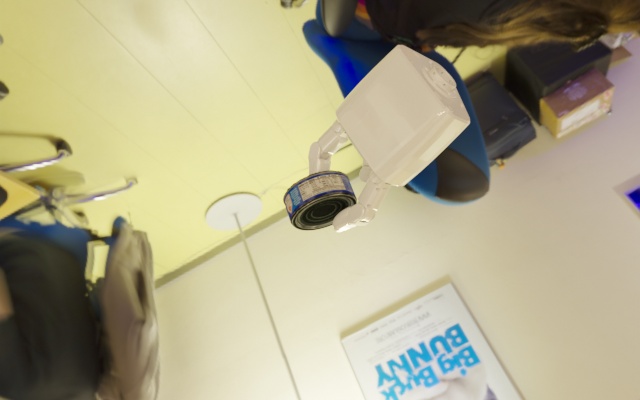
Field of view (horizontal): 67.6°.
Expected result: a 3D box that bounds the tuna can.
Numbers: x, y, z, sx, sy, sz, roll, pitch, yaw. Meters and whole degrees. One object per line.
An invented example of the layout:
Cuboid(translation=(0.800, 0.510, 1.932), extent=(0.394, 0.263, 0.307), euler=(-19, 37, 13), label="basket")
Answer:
Cuboid(translation=(0.000, 0.002, 0.578), extent=(0.086, 0.033, 0.086), euler=(-16, -27, -8), label="tuna can")
